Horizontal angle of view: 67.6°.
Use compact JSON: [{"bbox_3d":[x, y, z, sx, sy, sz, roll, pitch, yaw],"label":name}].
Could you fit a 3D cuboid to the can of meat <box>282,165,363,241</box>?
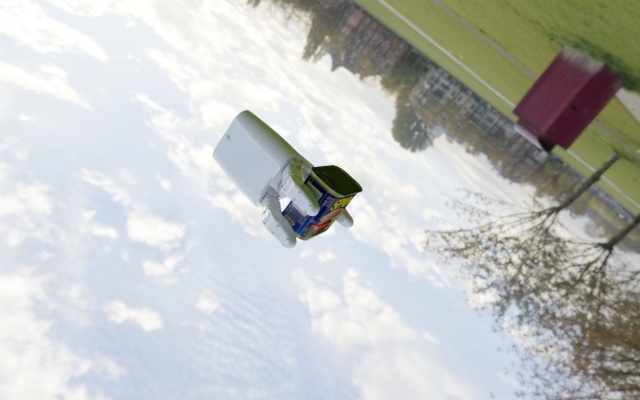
[{"bbox_3d":[0.000,0.002,0.648,0.057,0.084,0.102,43,21,14],"label":"can of meat"}]
